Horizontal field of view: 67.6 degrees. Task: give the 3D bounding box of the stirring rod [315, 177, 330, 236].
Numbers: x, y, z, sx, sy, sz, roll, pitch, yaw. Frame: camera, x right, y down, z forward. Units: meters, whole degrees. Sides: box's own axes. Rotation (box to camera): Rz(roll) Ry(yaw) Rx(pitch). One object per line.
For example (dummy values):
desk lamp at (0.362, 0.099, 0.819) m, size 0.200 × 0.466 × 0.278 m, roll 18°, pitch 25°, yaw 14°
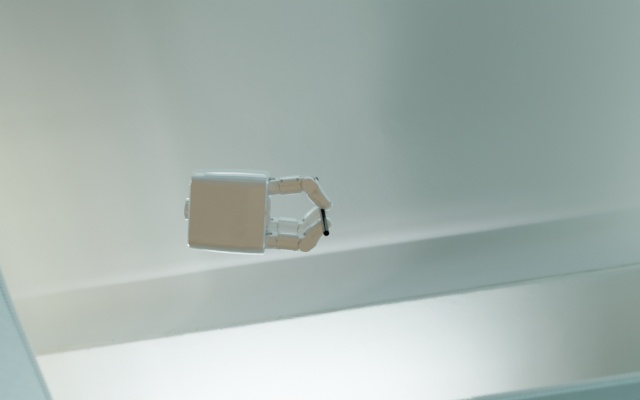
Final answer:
stirring rod at (0.000, 0.002, 0.717) m, size 0.011 × 0.011 × 0.239 m, roll 0°, pitch 19°, yaw -4°
